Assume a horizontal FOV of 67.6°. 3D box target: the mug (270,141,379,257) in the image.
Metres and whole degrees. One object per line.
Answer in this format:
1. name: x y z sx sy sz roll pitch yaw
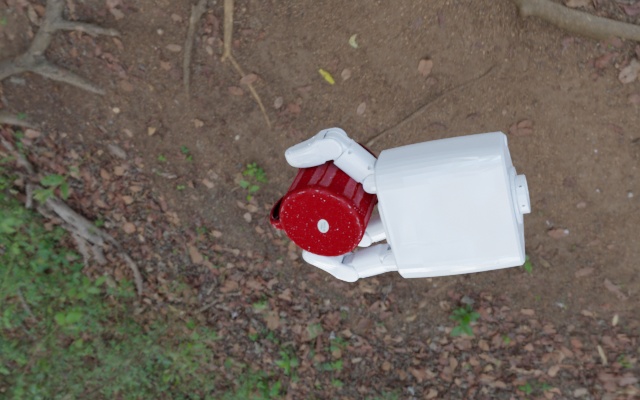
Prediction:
1. mug: -0.001 0.002 0.466 0.117 0.093 0.081 -12 31 27
